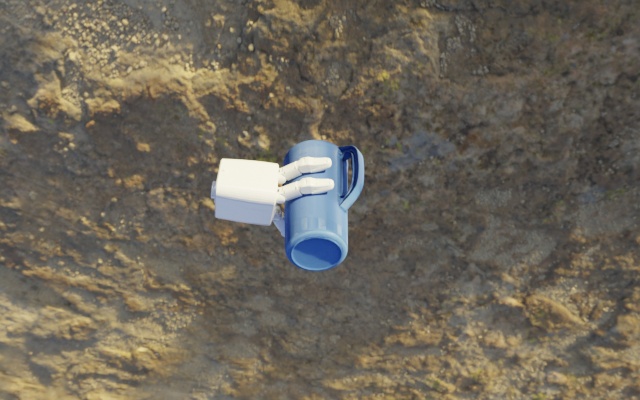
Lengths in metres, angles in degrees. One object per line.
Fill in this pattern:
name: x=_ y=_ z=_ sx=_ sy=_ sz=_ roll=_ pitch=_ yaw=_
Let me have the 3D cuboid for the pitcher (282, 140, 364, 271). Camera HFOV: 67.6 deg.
pitcher: x=0.000 y=0.003 z=0.892 sx=0.145 sy=0.149 sz=0.242 roll=7 pitch=44 yaw=-8
